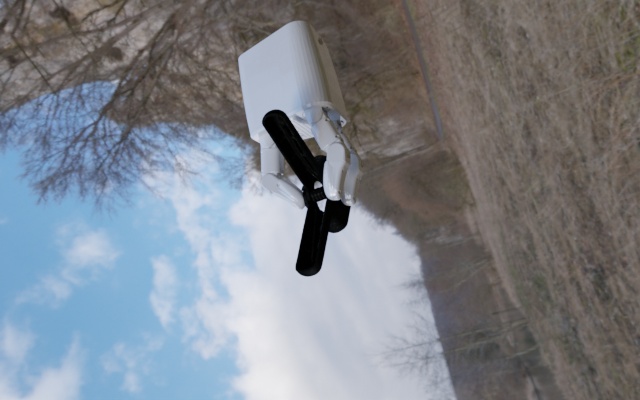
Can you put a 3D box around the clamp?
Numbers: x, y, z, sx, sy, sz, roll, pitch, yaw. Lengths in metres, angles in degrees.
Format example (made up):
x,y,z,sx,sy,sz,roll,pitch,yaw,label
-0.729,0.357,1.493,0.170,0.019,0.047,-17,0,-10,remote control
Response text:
x,y,z,sx,sy,sz,roll,pitch,yaw,label
-0.001,0.002,0.540,0.036,0.164,0.210,-13,-11,18,clamp
